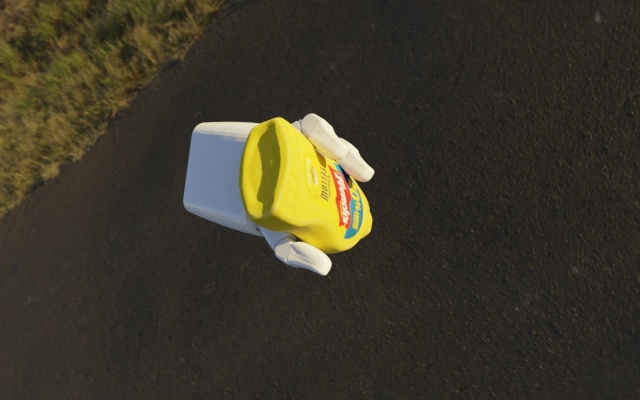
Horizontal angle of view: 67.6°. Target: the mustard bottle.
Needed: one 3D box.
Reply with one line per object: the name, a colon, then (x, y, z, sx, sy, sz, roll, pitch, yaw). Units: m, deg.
mustard bottle: (0.000, 0.001, 0.479, 0.058, 0.096, 0.192, -16, -28, 27)
